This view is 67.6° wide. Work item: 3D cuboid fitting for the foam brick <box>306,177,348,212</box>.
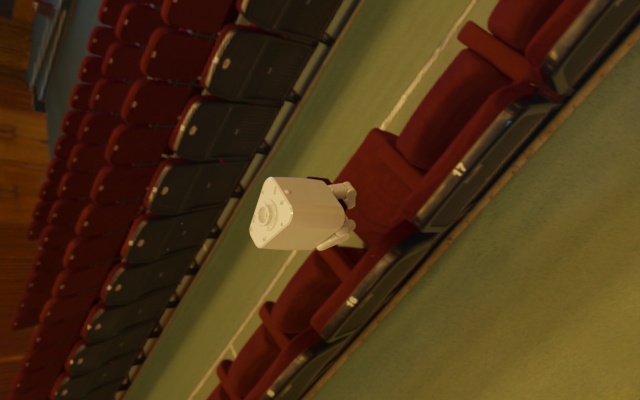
[{"bbox_3d":[0.000,0.003,0.837,0.051,0.053,0.078,3,40,-40],"label":"foam brick"}]
